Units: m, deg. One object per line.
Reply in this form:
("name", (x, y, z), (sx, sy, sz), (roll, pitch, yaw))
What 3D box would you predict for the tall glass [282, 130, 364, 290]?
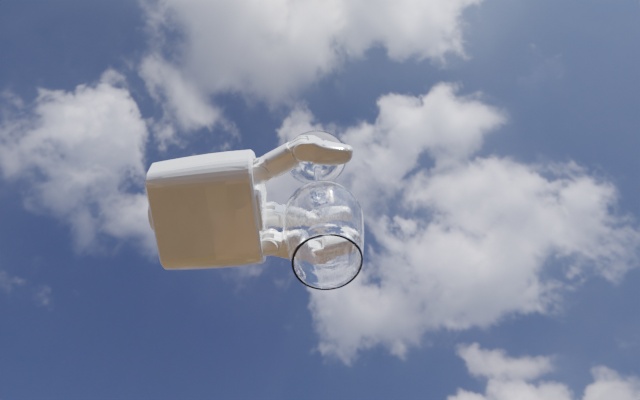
("tall glass", (0.000, 0.001, 0.490), (0.079, 0.079, 0.201), (0, 31, -4))
